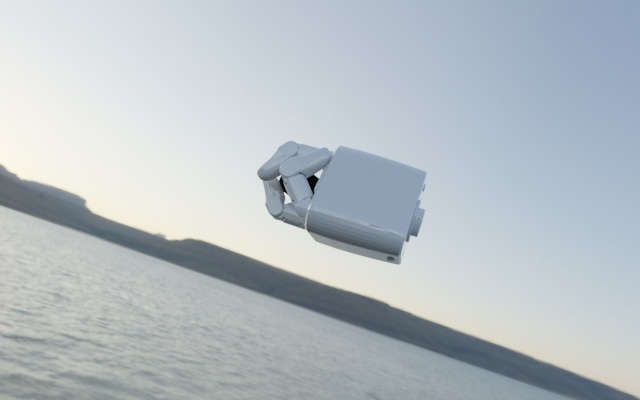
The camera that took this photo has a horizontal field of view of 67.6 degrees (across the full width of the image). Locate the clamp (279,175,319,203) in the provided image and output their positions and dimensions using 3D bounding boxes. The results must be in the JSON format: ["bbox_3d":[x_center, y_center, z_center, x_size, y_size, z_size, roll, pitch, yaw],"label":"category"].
[{"bbox_3d":[0.000,0.001,0.633,0.120,0.039,0.171,17,-12,14],"label":"clamp"}]
